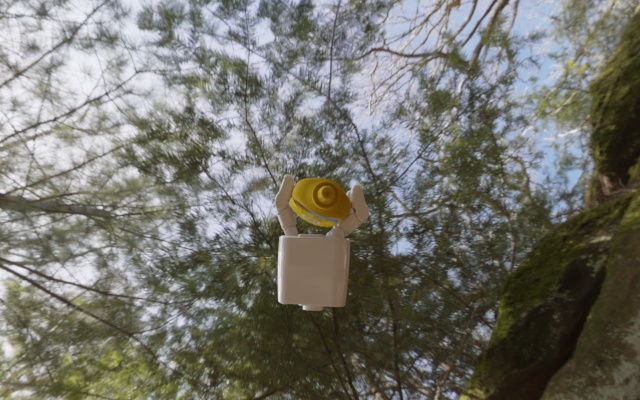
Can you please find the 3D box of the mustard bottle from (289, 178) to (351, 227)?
[{"bbox_3d":[0.000,0.002,0.777,0.096,0.058,0.191,27,-9,-2],"label":"mustard bottle"}]
